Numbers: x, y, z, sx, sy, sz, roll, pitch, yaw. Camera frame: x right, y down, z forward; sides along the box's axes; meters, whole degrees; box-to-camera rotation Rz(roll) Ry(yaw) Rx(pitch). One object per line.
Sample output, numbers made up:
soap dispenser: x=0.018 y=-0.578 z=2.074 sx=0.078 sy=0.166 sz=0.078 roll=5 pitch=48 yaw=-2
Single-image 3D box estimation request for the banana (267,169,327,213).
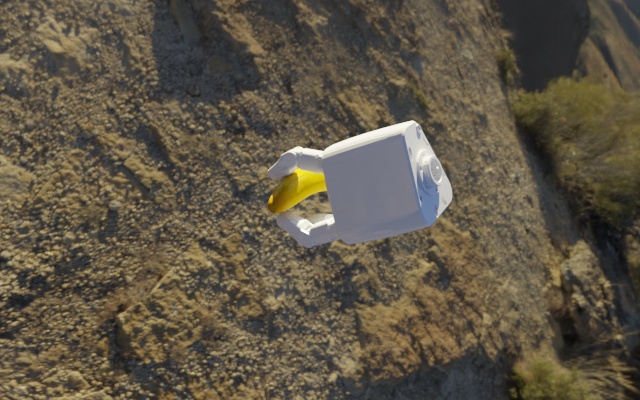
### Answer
banana: x=0.000 y=-0.016 z=0.640 sx=0.037 sy=0.069 sz=0.198 roll=-10 pitch=-8 yaw=36
